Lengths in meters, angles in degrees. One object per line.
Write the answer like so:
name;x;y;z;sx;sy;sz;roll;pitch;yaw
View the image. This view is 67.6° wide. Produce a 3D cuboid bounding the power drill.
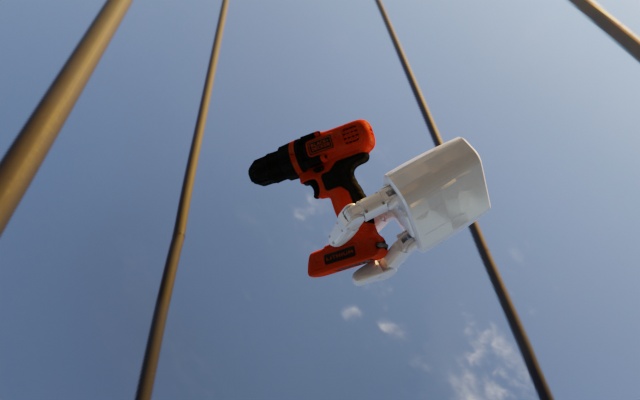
power drill;0.000;0.002;0.631;0.184;0.187;0.057;-19;-13;19
